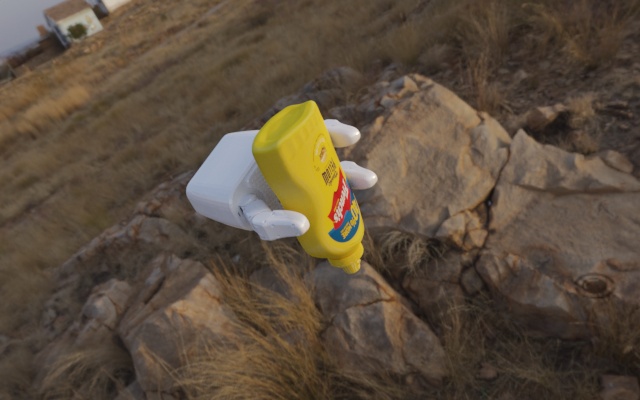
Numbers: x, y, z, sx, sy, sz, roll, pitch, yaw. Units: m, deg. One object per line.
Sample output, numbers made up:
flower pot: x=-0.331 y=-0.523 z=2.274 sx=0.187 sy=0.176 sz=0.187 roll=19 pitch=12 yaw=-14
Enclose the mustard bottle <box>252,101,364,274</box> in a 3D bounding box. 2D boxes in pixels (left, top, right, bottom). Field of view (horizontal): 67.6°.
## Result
mustard bottle: x=0.000 y=0.001 z=0.497 sx=0.058 sy=0.192 sz=0.096 roll=-9 pitch=32 yaw=27
